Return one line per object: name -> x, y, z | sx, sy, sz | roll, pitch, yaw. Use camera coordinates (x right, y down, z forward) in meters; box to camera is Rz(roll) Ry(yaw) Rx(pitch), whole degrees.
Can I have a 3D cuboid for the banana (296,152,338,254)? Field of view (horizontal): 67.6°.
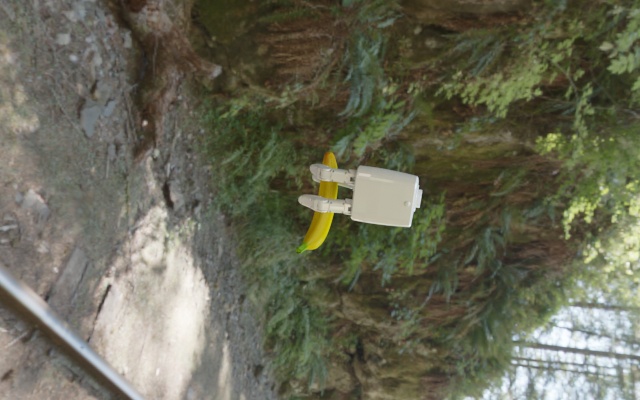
banana -> 0.005, 0.010, 0.905 | 0.037, 0.198, 0.070 | 13, -7, 19
